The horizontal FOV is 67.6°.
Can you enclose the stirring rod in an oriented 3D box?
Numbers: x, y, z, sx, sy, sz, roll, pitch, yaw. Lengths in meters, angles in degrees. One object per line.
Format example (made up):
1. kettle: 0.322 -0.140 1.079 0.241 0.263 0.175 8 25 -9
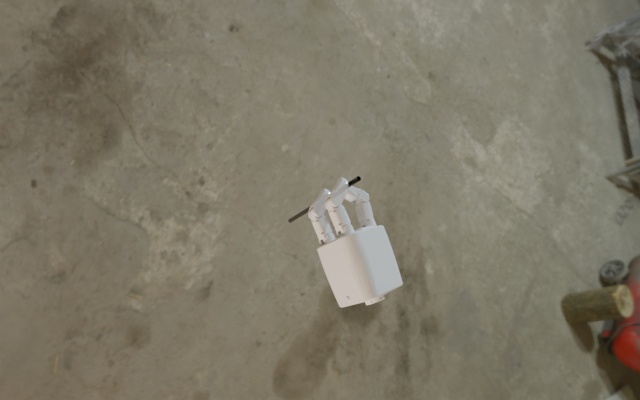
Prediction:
1. stirring rod: 0.000 0.003 0.851 0.011 0.011 0.239 0 -18 -32
